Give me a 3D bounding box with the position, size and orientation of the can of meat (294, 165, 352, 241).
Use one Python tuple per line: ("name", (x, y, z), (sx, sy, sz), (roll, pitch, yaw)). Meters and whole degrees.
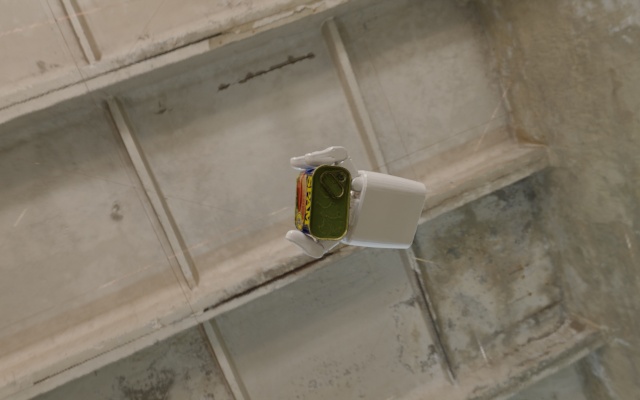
("can of meat", (0.000, 0.002, 0.682), (0.057, 0.102, 0.084), (4, 1, -20))
